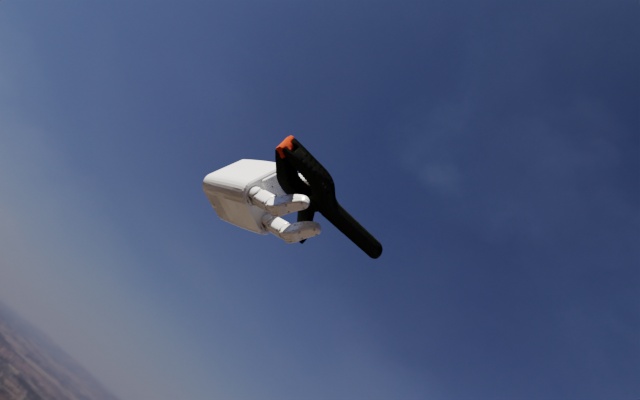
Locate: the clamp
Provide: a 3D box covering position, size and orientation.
[{"bbox_3d":[0.000,0.001,0.687,0.164,0.210,0.036,12,48,37],"label":"clamp"}]
